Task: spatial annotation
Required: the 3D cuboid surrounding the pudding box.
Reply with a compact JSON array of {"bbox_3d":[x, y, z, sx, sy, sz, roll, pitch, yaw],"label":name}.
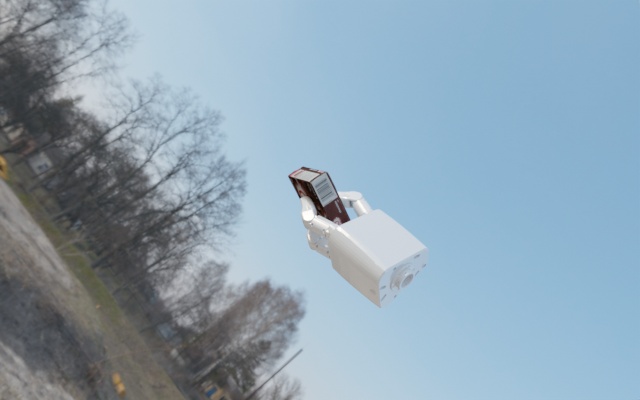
[{"bbox_3d":[0.000,0.003,0.792,0.039,0.113,0.090,-32,22,-20],"label":"pudding box"}]
